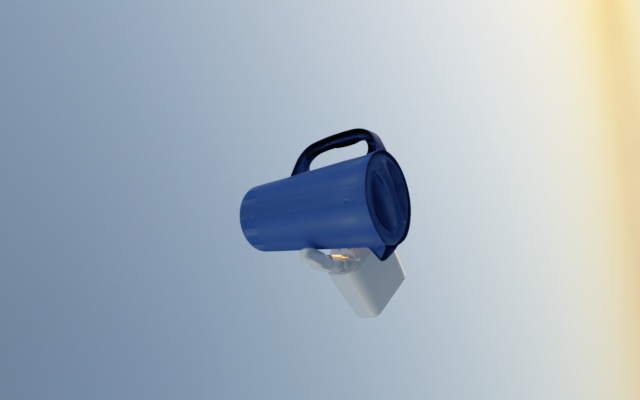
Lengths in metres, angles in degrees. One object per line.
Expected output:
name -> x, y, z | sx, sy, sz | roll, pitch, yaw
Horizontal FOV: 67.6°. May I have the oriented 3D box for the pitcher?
pitcher -> 0.000, 0.002, 0.708 | 0.243, 0.145, 0.149 | -10, 36, 34
